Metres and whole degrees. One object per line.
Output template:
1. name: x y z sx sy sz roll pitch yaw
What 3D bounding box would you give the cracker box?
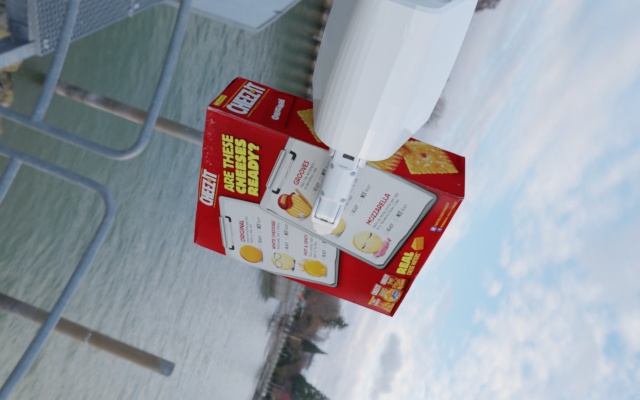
1. cracker box: 0.000 0.002 0.442 0.213 0.164 0.072 20 40 2
